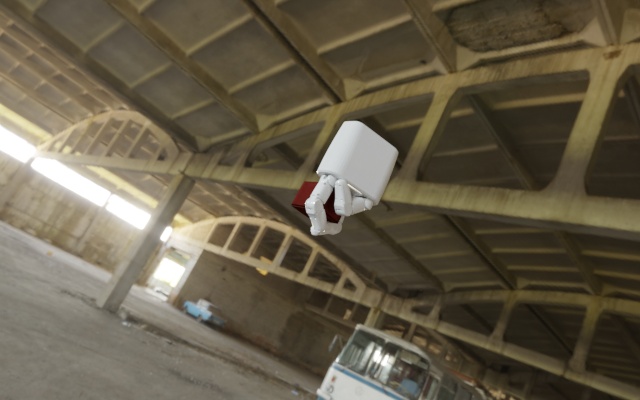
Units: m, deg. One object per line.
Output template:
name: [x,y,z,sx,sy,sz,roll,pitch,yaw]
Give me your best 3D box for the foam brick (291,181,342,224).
foam brick: [0.000,0.003,0.829,0.078,0.051,0.053,8,-24,47]
